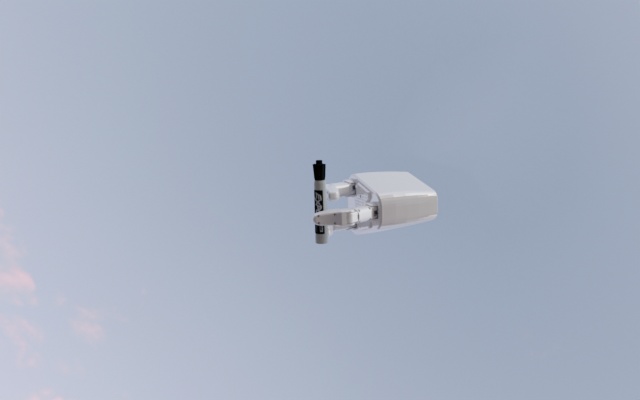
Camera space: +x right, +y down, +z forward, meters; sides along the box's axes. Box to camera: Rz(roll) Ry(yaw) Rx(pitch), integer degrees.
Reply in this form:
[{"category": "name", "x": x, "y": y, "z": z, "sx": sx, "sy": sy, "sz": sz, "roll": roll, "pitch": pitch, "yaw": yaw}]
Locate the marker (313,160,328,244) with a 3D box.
[{"category": "marker", "x": 0.000, "y": 0.002, "z": 0.686, "sx": 0.020, "sy": 0.121, "sz": 0.020, "roll": -2, "pitch": 10, "yaw": 0}]
